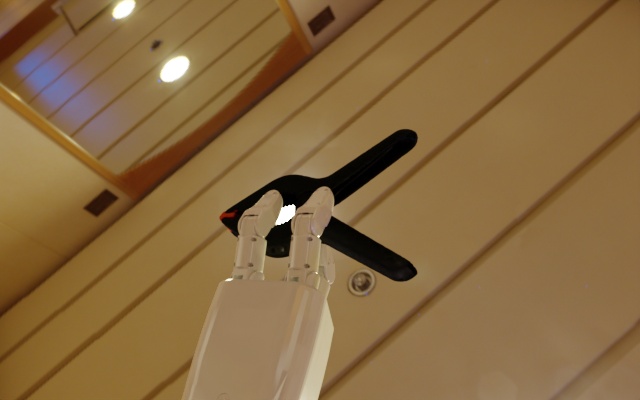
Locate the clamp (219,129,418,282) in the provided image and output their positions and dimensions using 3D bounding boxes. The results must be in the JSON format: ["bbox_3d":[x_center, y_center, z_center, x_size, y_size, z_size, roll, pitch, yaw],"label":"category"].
[{"bbox_3d":[0.000,0.002,0.468,0.210,0.164,0.036,-3,-39,26],"label":"clamp"}]
